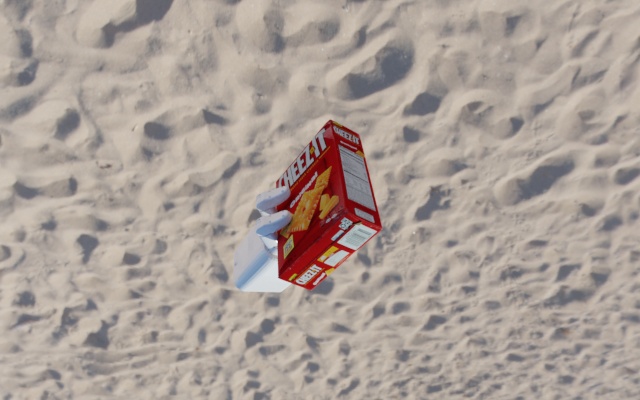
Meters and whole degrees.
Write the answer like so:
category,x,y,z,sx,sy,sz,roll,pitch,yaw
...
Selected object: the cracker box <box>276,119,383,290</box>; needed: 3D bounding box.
category,x,y,z,sx,sy,sz,roll,pitch,yaw
cracker box,0.000,0.003,0.735,0.072,0.213,0.164,25,-54,-28
